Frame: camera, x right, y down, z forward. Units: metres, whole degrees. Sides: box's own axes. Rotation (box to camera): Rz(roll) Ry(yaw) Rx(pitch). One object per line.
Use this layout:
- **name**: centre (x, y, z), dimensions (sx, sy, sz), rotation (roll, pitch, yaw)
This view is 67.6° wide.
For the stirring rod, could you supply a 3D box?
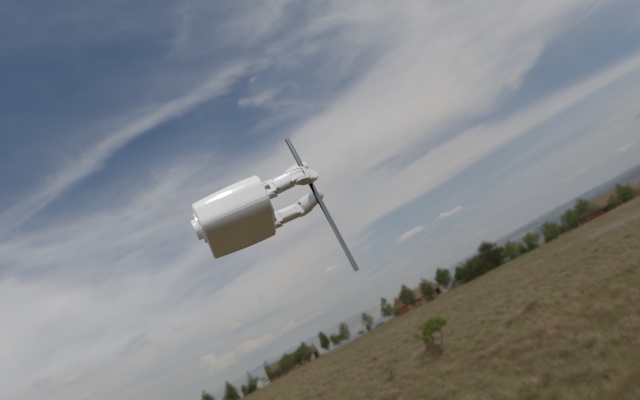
- **stirring rod**: centre (0.000, 0.003, 0.749), dimensions (0.011, 0.239, 0.011), rotation (-26, -15, -7)
